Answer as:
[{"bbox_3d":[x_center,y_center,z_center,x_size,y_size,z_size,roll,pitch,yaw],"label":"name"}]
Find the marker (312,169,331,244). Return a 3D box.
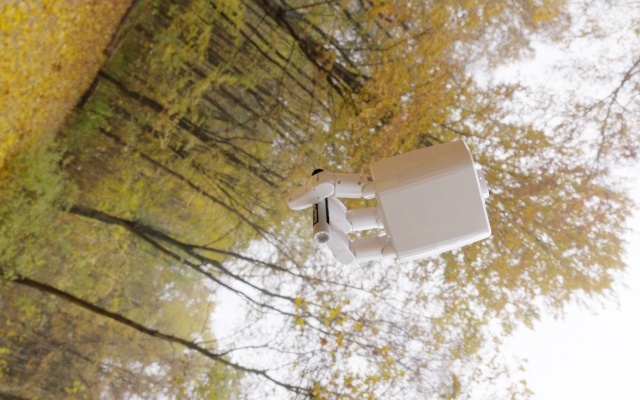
[{"bbox_3d":[0.000,0.002,0.546,0.020,0.020,0.121,0,38,-2],"label":"marker"}]
